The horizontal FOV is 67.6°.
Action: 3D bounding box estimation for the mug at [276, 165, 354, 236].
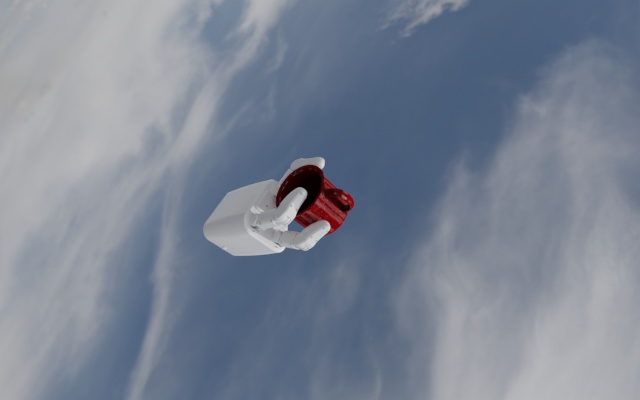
[{"bbox_3d":[0.001,0.002,0.743,0.117,0.093,0.081,-8,-34,37],"label":"mug"}]
